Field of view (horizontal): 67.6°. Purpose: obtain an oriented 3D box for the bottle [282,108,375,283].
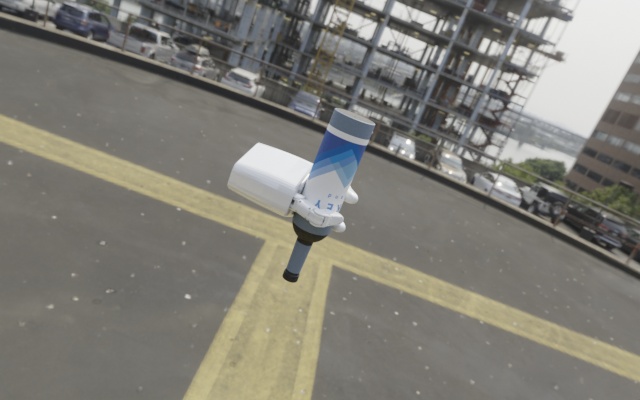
[{"bbox_3d":[0.000,0.002,0.767,0.069,0.296,0.069,20,18,-7],"label":"bottle"}]
